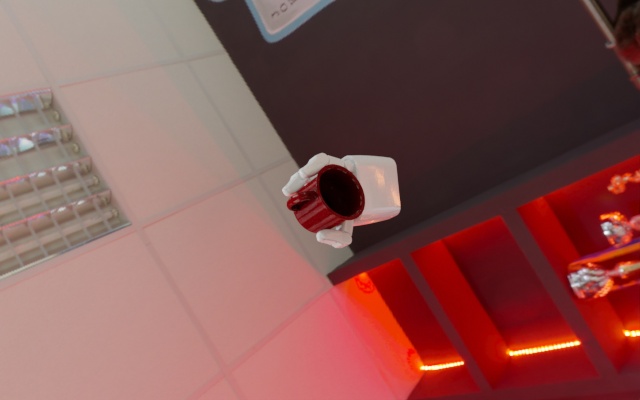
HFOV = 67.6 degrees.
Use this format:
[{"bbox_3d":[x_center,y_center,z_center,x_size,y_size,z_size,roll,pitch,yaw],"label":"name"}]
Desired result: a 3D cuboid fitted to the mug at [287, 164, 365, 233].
[{"bbox_3d":[-0.001,0.003,0.744,0.117,0.093,0.081,-3,-21,-40],"label":"mug"}]
